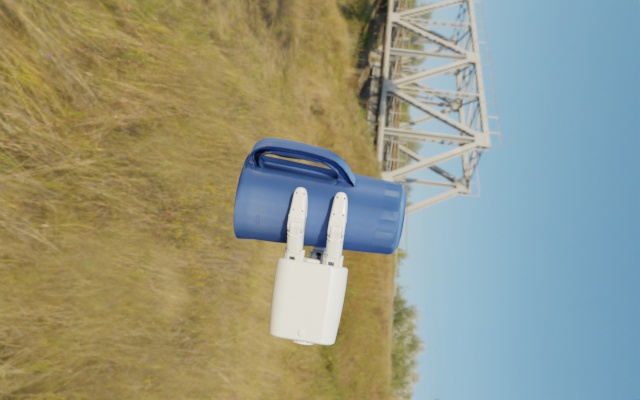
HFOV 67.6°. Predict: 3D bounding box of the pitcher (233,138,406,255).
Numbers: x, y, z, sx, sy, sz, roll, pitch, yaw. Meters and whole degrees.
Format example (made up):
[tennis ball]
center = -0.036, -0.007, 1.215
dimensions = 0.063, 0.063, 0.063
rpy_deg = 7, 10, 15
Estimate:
[pitcher]
center = 0.000, 0.003, 0.708
dimensions = 0.243, 0.145, 0.149
rpy_deg = 9, -5, 3
